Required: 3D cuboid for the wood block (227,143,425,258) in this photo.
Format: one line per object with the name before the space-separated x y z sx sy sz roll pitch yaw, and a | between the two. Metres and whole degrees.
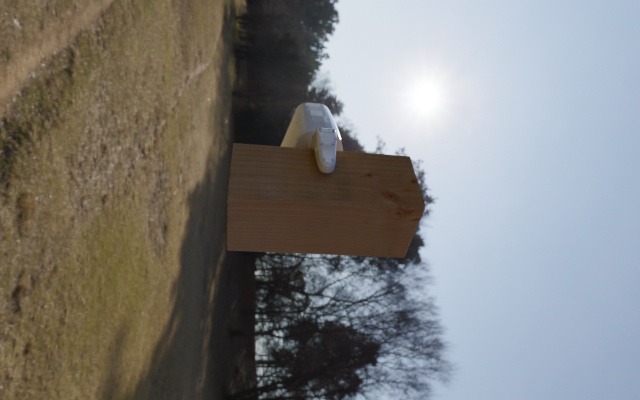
wood block | 0.000 0.001 0.547 0.206 0.091 0.090 3 45 -8
